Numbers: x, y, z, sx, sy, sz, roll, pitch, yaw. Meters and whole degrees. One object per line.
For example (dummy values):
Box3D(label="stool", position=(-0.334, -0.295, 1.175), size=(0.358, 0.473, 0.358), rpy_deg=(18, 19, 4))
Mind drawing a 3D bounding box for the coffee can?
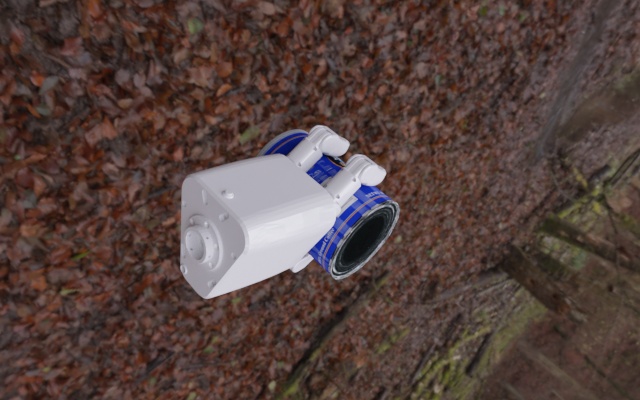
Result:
Box3D(label="coffee can", position=(0.000, 0.002, 0.524), size=(0.140, 0.103, 0.103), rpy_deg=(41, 21, 26))
